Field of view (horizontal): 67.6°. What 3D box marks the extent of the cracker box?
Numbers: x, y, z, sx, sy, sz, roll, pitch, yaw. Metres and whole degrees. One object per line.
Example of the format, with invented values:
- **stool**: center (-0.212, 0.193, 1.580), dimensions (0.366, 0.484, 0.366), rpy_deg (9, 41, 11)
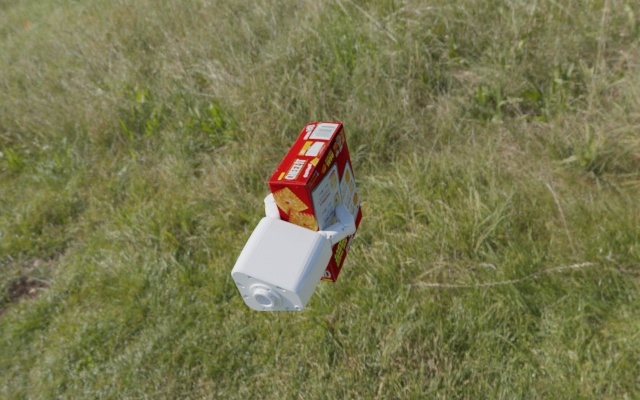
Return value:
- **cracker box**: center (0.000, 0.002, 0.791), dimensions (0.072, 0.214, 0.164), rpy_deg (5, 43, 23)
